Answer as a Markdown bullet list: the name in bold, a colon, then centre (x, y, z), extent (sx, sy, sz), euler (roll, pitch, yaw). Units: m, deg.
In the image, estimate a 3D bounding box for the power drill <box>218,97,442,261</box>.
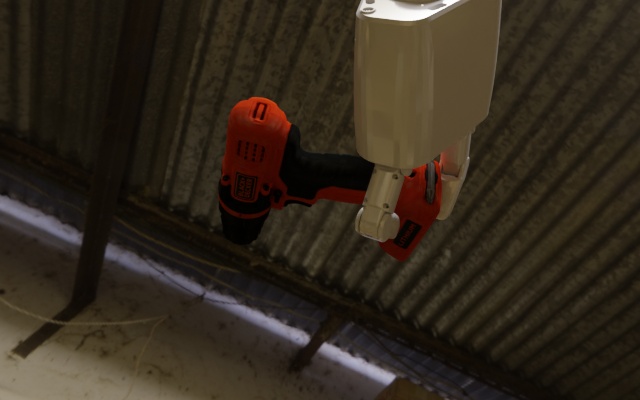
- **power drill**: centre (0.001, 0.001, 0.435), extent (0.187, 0.057, 0.185), euler (12, -35, -6)
